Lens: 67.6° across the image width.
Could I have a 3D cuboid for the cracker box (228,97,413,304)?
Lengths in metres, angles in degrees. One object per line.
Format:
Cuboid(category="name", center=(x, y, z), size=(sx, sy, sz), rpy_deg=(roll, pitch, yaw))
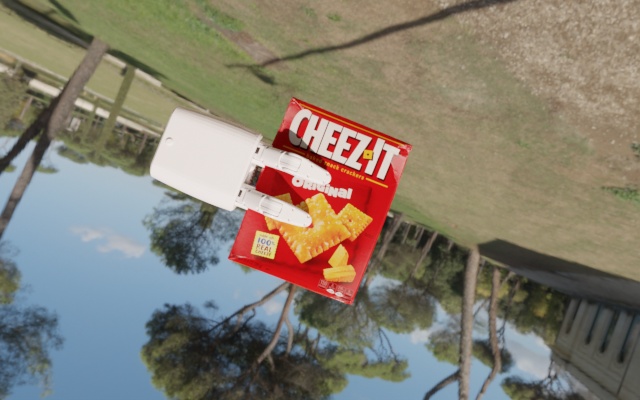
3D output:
Cuboid(category="cracker box", center=(0.000, 0.002, 0.603), size=(0.164, 0.213, 0.072), rpy_deg=(21, -2, -3))
